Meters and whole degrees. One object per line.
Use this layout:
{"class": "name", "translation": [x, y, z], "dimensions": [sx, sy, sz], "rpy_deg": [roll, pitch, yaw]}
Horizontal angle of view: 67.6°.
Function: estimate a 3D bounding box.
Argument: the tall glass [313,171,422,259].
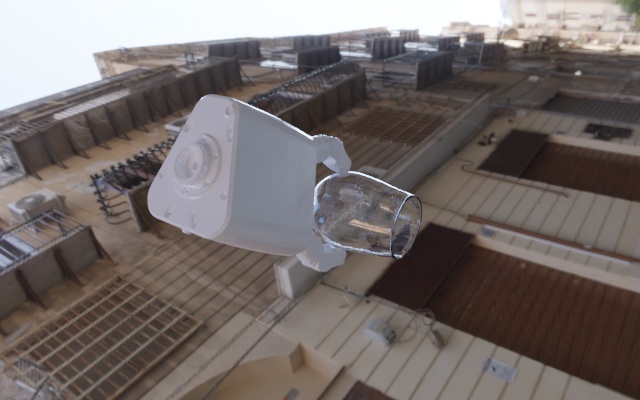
{"class": "tall glass", "translation": [0.000, 0.001, 0.494], "dimensions": [0.201, 0.079, 0.079], "rpy_deg": [16, 9, 33]}
